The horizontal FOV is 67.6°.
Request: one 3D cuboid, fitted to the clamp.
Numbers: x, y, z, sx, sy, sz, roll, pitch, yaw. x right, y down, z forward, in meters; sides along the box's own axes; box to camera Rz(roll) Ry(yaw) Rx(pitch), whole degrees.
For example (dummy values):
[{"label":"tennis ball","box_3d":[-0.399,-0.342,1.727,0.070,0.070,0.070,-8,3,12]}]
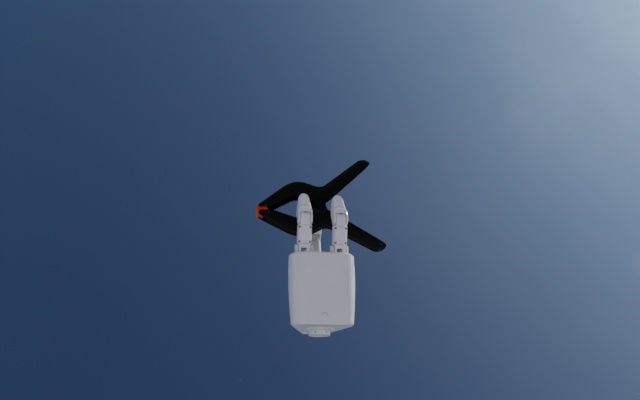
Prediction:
[{"label":"clamp","box_3d":[-0.001,0.003,0.787,0.210,0.164,0.036,3,-26,-8]}]
